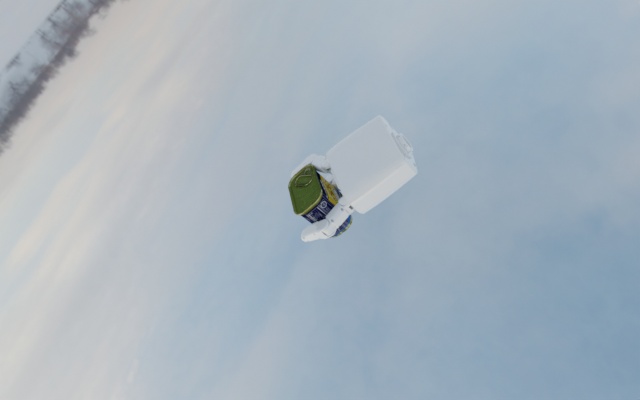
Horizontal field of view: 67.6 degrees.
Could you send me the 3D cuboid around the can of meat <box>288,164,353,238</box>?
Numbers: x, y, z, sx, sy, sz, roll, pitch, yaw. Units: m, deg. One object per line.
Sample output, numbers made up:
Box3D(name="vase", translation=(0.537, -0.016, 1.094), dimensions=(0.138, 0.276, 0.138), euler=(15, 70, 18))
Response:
Box3D(name="can of meat", translation=(0.000, 0.003, 0.777), dimensions=(0.084, 0.057, 0.102), euler=(39, 19, -34))
